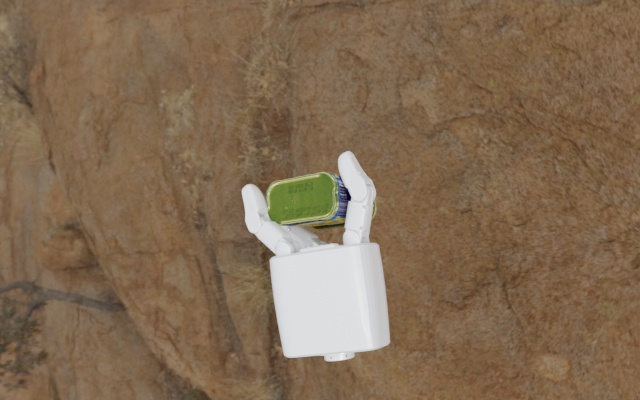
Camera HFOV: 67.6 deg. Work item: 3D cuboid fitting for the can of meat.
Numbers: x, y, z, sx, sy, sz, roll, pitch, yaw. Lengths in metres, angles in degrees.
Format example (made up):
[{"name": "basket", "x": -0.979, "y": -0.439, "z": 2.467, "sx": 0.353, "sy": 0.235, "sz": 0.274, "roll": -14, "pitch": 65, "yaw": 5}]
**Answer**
[{"name": "can of meat", "x": 0.000, "y": 0.002, "z": 0.554, "sx": 0.102, "sy": 0.057, "sz": 0.084, "roll": -10, "pitch": -9, "yaw": 34}]
